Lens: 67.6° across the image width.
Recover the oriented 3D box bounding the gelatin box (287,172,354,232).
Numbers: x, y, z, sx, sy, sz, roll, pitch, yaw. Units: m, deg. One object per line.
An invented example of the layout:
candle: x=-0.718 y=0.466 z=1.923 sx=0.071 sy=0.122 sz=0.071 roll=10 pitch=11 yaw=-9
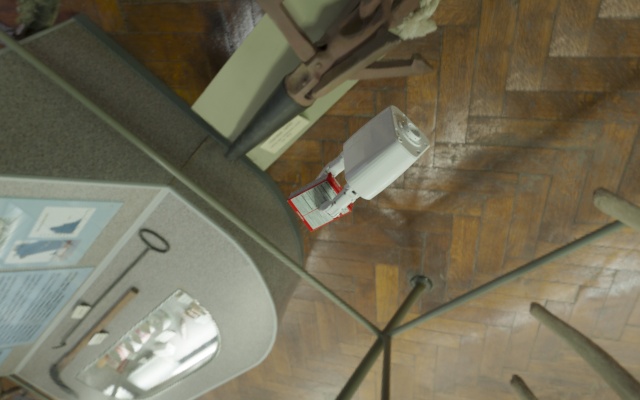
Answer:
gelatin box: x=0.000 y=0.003 z=0.816 sx=0.089 sy=0.073 sz=0.030 roll=-28 pitch=21 yaw=23
